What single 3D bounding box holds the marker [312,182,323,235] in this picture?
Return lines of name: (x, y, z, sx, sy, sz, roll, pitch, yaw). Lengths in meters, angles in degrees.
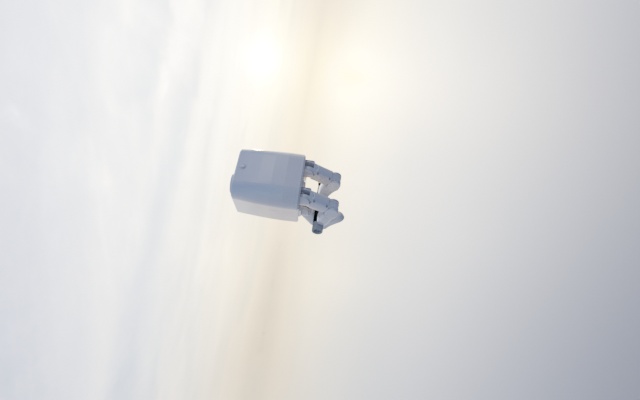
marker: (0.000, 0.003, 0.817, 0.020, 0.121, 0.020, 4, -36, 3)
